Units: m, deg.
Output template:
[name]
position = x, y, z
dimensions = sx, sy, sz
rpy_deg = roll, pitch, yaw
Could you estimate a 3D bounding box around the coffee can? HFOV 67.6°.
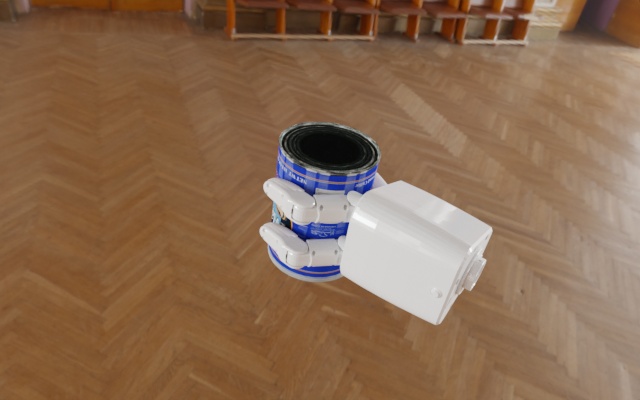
[coffee can]
position = 0.000, 0.002, 0.511
dimensions = 0.103, 0.140, 0.102
rpy_deg = 6, 35, -5
